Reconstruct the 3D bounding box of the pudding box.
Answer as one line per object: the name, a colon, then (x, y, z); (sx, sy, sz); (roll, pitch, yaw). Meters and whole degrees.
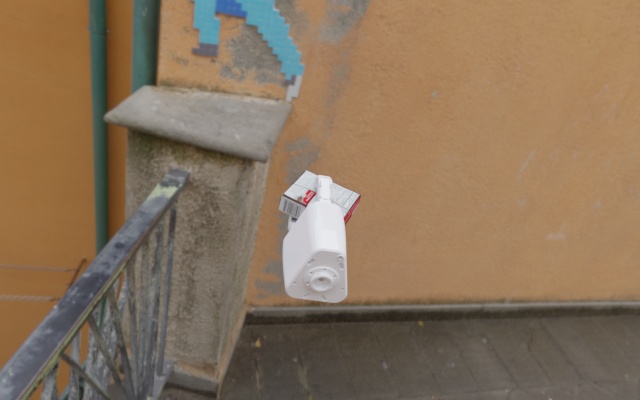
pudding box: (0.000, 0.003, 0.803); (0.113, 0.039, 0.090); (26, 39, 12)
